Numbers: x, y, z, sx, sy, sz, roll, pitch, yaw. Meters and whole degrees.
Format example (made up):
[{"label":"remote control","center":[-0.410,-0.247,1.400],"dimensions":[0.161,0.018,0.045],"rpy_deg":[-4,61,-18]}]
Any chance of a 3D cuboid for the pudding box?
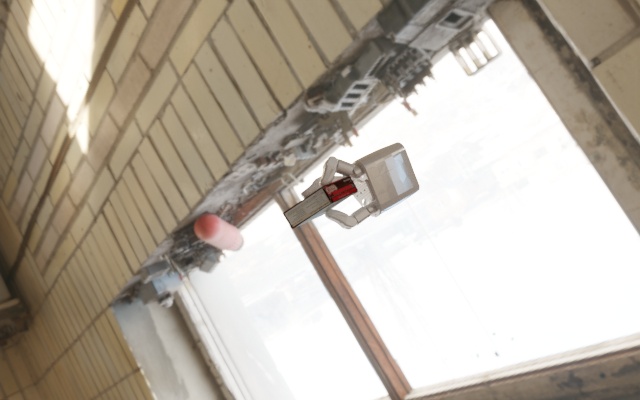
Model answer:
[{"label":"pudding box","center":[0.000,0.003,0.863],"dimensions":[0.113,0.039,0.090],"rpy_deg":[-36,-8,38]}]
